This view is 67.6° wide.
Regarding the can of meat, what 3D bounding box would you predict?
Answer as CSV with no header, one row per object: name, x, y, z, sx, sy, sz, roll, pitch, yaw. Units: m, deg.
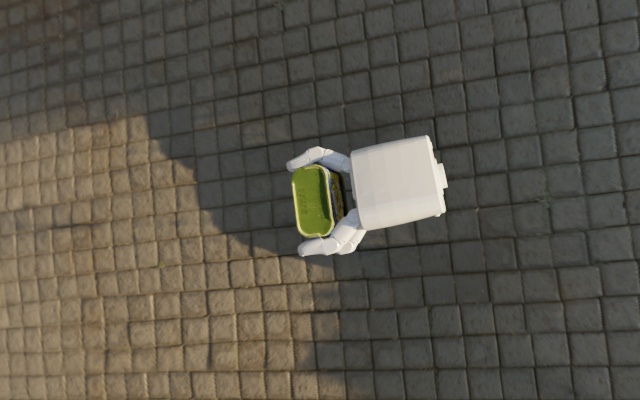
can of meat,0.000,0.002,0.669,0.057,0.102,0.084,-9,-4,16
